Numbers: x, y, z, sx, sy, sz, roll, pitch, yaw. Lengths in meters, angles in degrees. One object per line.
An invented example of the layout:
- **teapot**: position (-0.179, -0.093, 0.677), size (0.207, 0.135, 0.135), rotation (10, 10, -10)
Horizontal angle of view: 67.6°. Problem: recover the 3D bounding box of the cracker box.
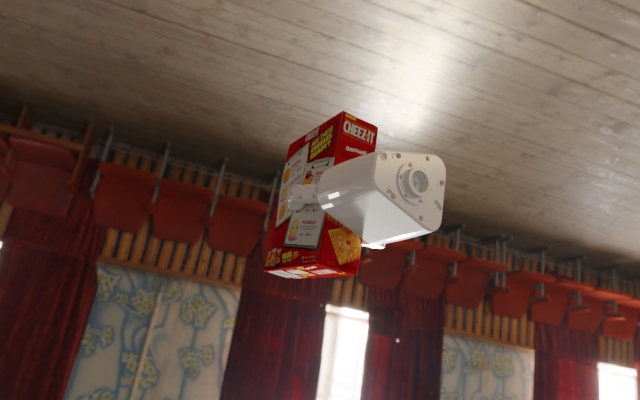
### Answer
- **cracker box**: position (0.000, 0.002, 0.690), size (0.072, 0.213, 0.164), rotation (20, -20, -26)
